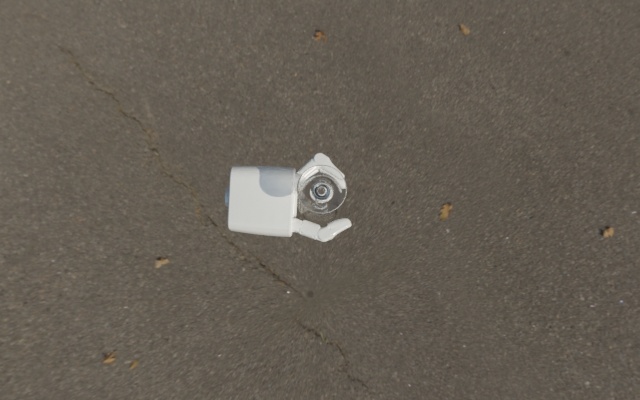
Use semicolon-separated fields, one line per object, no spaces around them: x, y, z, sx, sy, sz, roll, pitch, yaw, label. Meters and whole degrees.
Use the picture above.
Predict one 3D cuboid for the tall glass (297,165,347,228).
0.000;0.003;0.801;0.079;0.079;0.201;0;-12;-1;tall glass
